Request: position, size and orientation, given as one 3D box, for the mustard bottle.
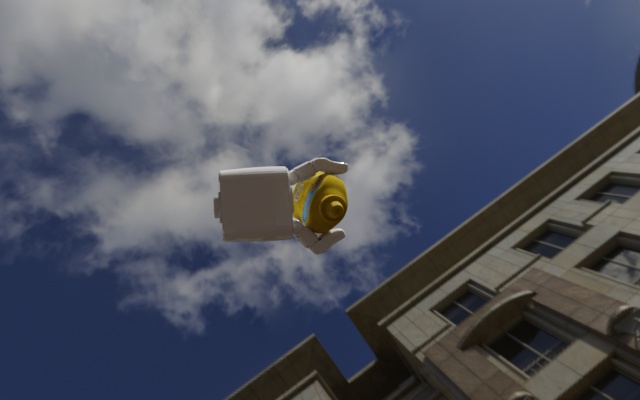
[{"bbox_3d":[0.000,0.003,0.774,0.058,0.096,0.191,22,1,-16],"label":"mustard bottle"}]
